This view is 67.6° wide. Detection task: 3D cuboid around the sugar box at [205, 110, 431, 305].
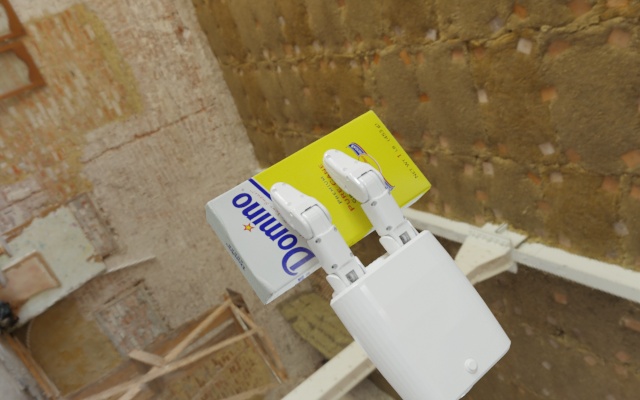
[{"bbox_3d":[0.000,0.001,0.416,0.176,0.093,0.048,-32,-12,-24],"label":"sugar box"}]
